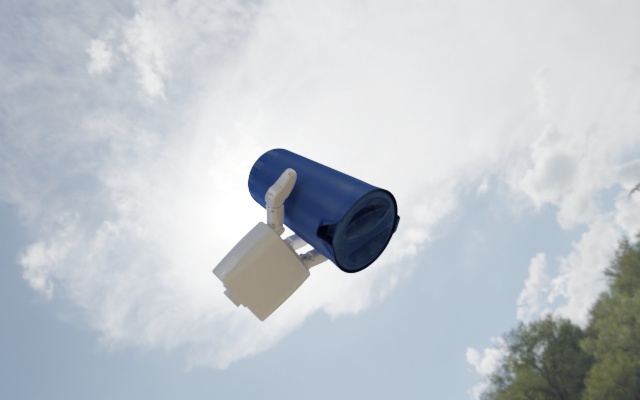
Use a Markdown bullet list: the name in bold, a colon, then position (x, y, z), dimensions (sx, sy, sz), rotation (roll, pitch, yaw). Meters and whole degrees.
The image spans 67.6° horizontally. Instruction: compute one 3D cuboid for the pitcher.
- **pitcher**: position (0.000, 0.003, 0.762), dimensions (0.242, 0.145, 0.149), rotation (30, -21, 41)
